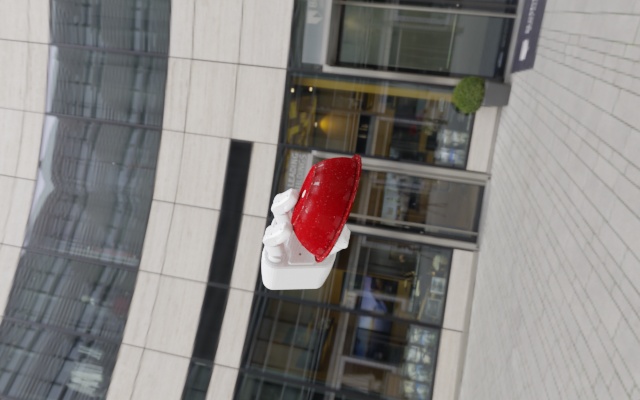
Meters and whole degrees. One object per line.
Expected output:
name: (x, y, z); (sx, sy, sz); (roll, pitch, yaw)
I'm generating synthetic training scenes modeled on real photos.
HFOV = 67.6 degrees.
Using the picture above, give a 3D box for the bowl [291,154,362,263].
bowl: (0.000, 0.001, 0.665); (0.055, 0.162, 0.162); (21, -4, -10)
